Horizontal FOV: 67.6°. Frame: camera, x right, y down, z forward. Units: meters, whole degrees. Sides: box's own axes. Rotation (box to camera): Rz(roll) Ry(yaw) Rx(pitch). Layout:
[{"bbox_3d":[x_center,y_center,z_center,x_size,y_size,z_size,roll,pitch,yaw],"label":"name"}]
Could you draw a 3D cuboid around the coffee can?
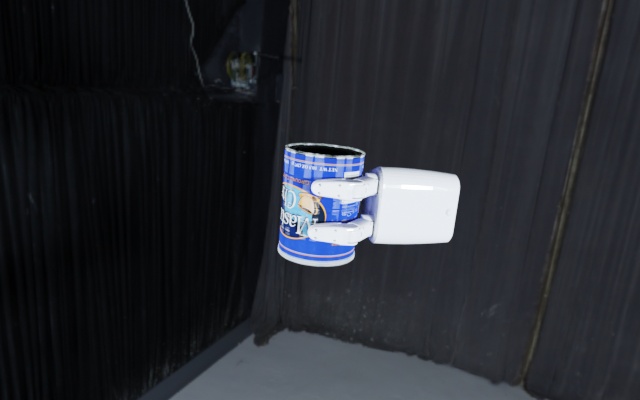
[{"bbox_3d":[0.000,0.002,0.622,0.103,0.140,0.102,5,14,-1],"label":"coffee can"}]
